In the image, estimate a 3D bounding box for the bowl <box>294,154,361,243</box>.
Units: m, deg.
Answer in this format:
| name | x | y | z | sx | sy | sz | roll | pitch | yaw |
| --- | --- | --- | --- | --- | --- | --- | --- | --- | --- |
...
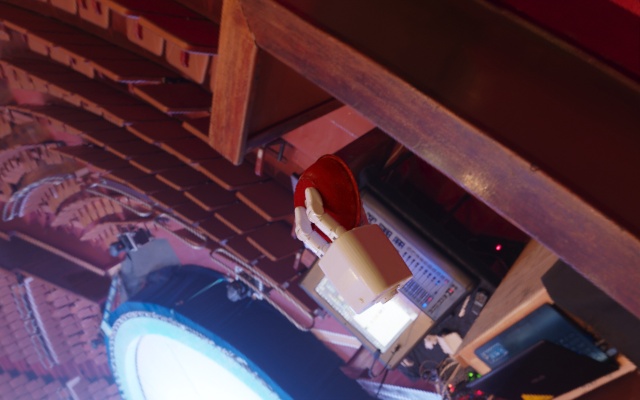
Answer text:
| name | x | y | z | sx | sy | sz | roll | pitch | yaw |
| --- | --- | --- | --- | --- | --- | --- | --- | --- | --- |
| bowl | -0.001 | 0.002 | 0.823 | 0.055 | 0.162 | 0.162 | -9 | 5 | -31 |
